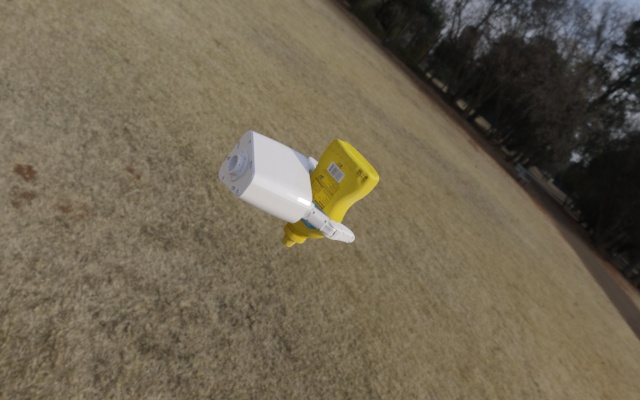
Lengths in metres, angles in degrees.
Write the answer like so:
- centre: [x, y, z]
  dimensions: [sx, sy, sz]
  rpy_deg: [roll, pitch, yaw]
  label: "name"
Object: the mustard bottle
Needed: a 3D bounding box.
- centre: [0.001, 0.002, 0.761]
  dimensions: [0.096, 0.192, 0.058]
  rpy_deg: [50, 22, 26]
  label: "mustard bottle"
